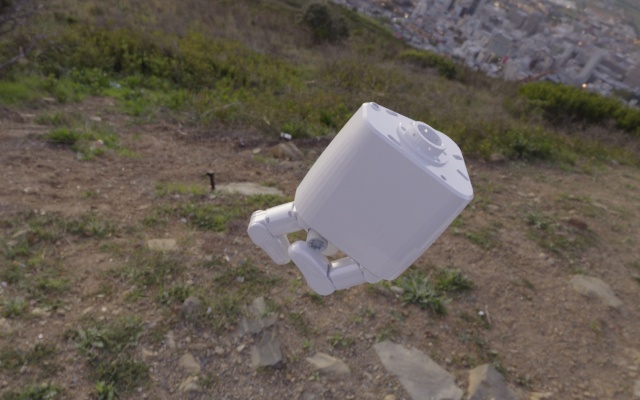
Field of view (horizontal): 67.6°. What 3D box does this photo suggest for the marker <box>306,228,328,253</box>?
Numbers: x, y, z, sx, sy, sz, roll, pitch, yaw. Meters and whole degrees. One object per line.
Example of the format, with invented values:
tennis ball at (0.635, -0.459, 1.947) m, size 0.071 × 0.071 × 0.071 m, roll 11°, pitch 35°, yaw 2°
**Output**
marker at (0.000, 0.002, 0.462) m, size 0.020 × 0.020 × 0.121 m, roll 0°, pitch 38°, yaw 4°
